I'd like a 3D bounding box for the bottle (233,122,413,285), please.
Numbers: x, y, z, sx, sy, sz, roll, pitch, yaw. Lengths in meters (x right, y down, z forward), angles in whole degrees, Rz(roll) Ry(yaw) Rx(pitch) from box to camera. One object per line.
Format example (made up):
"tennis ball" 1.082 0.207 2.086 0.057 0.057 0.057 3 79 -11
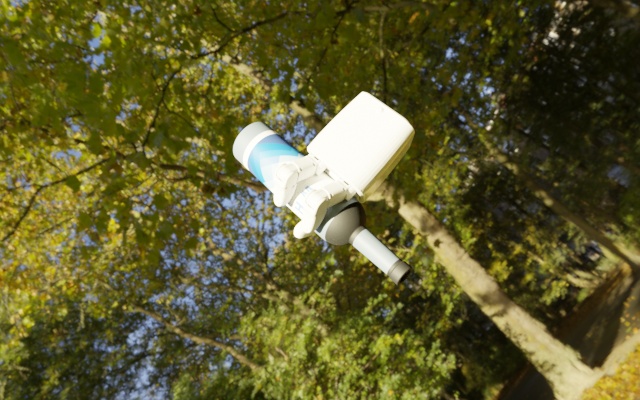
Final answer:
"bottle" 0.000 0.002 0.624 0.295 0.069 0.069 41 21 26
